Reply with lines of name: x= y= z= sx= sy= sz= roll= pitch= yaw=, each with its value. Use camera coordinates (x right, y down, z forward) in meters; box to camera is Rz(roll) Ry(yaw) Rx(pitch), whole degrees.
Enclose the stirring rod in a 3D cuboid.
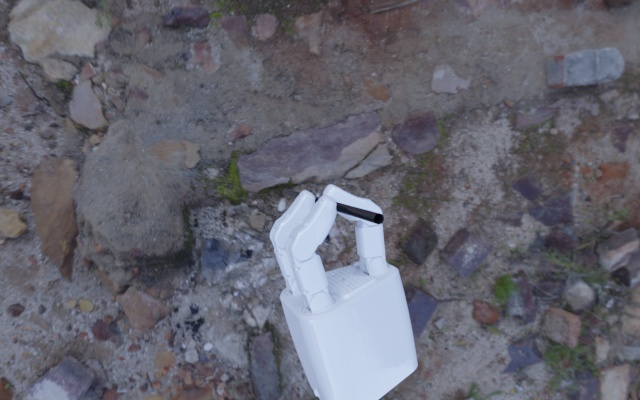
stirring rod: x=0.000 y=0.002 z=0.453 sx=0.011 sy=0.011 sz=0.239 roll=0 pitch=6 yaw=-20
